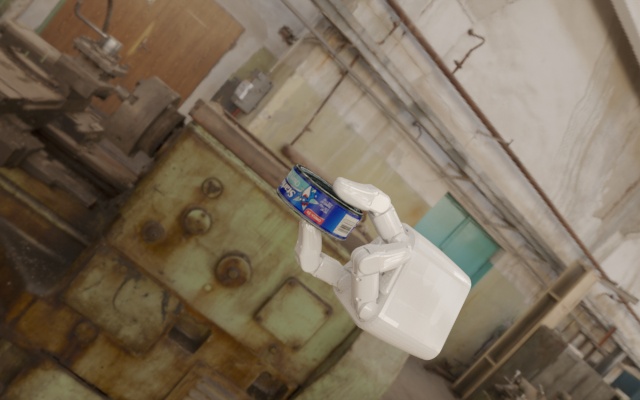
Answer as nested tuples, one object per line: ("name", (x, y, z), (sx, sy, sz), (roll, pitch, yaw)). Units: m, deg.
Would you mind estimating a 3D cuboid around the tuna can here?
("tuna can", (0.000, 0.001, 0.475), (0.086, 0.034, 0.086), (36, 8, -6))
